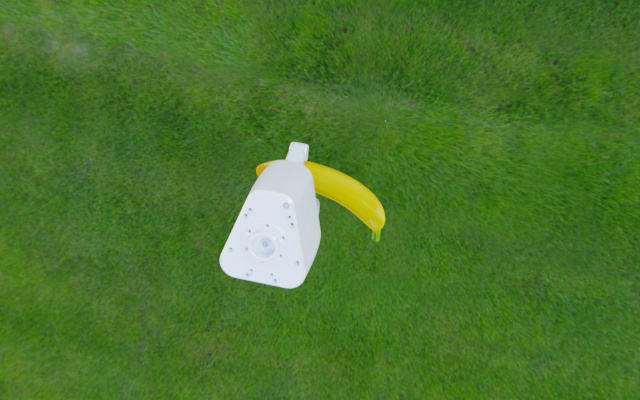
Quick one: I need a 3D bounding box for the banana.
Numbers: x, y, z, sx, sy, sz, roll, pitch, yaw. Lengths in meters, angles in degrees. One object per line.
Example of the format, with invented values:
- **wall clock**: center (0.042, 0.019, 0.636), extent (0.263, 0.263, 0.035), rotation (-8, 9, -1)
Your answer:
- **banana**: center (0.013, -0.010, 0.627), extent (0.198, 0.070, 0.037), rotation (31, 28, -11)
